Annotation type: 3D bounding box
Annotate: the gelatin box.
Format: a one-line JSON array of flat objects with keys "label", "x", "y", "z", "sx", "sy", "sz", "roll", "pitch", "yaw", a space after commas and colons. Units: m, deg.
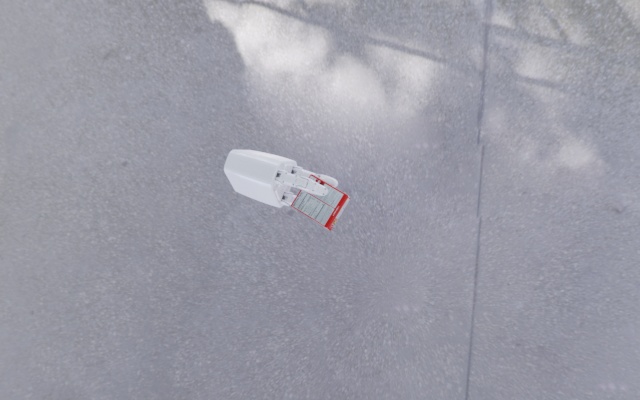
[{"label": "gelatin box", "x": 0.000, "y": 0.003, "z": 0.898, "sx": 0.089, "sy": 0.073, "sz": 0.030, "roll": 31, "pitch": -3, "yaw": 21}]
